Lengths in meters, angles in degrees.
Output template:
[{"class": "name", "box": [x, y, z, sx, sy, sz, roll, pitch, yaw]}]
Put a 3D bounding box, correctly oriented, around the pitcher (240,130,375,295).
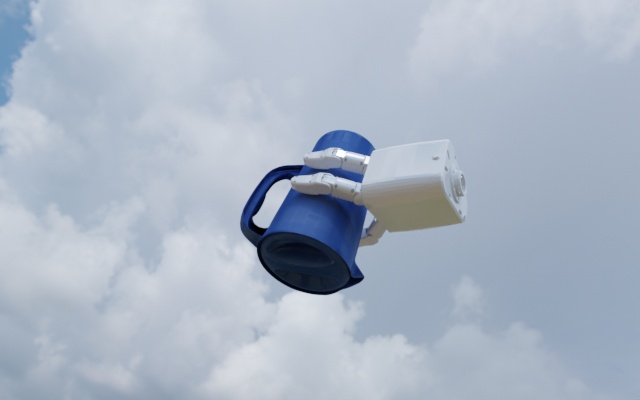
[{"class": "pitcher", "box": [0.000, 0.002, 0.707, 0.145, 0.242, 0.149, -10, -50, 31]}]
